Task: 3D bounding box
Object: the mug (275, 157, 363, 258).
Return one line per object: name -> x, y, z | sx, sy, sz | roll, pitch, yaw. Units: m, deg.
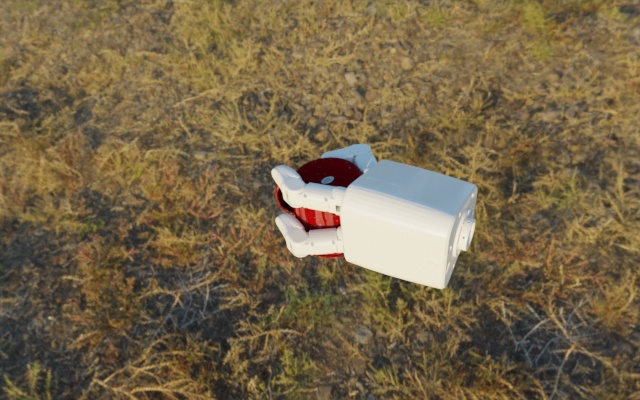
mug -> -0.001, 0.001, 0.552 | 0.117, 0.082, 0.093 | 16, 46, 24
